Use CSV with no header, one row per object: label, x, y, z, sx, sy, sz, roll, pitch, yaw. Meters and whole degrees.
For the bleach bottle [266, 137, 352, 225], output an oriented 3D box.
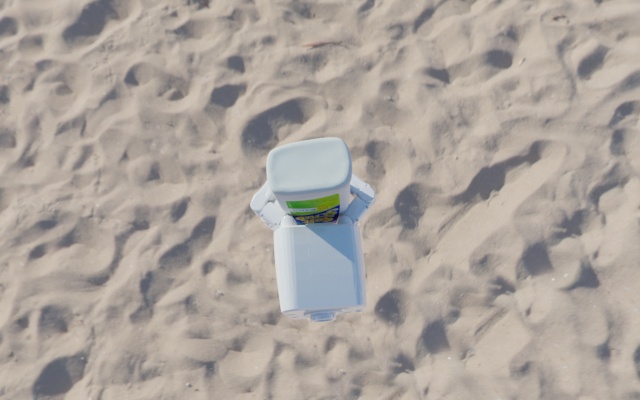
bleach bottle,0.000,0.002,0.656,0.102,0.068,0.251,-7,-21,5
